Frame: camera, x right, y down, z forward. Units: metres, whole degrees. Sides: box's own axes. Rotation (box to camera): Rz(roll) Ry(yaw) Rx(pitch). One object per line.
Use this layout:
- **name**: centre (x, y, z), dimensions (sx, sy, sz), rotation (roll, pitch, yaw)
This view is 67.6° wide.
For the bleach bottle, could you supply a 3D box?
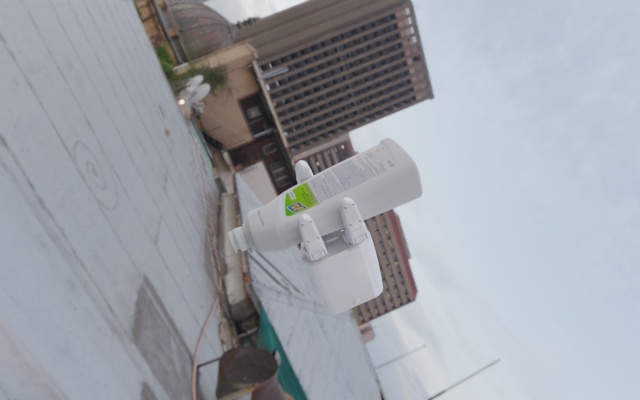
- **bleach bottle**: centre (0.000, 0.002, 0.627), dimensions (0.251, 0.068, 0.102), rotation (-22, 32, -5)
